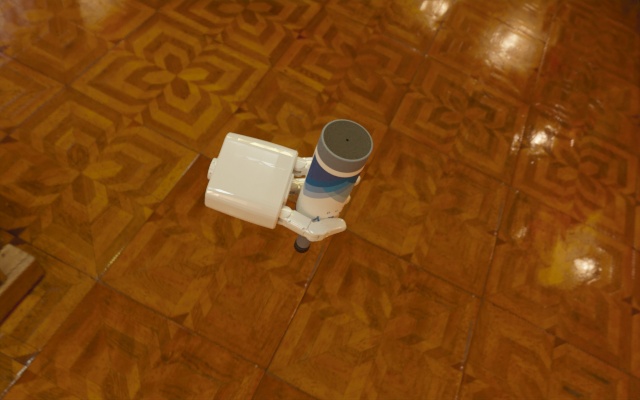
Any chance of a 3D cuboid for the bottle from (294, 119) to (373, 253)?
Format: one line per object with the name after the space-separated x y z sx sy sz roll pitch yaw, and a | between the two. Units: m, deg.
0.000 0.002 0.708 0.069 0.069 0.296 0 -32 -15 | bottle
